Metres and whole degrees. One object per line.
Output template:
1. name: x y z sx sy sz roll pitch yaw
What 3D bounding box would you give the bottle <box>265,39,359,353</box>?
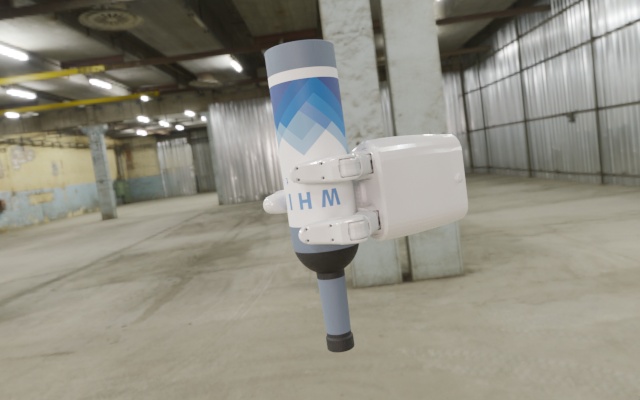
1. bottle: 0.000 0.001 0.466 0.069 0.296 0.069 -8 5 1
